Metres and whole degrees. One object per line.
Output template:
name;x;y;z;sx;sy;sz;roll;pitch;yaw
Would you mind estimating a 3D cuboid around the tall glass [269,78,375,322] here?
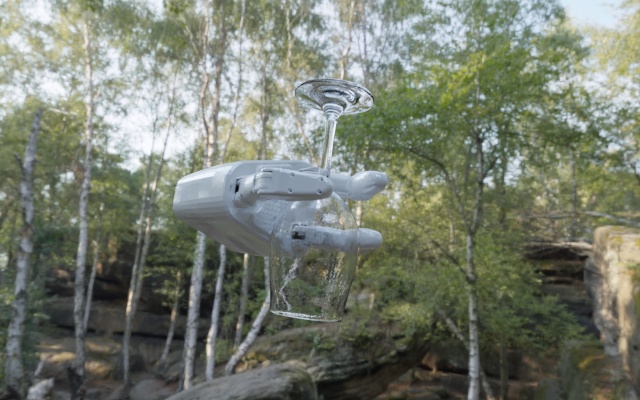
tall glass;0.000;0.001;0.421;0.079;0.201;0.079;7;-11;1
